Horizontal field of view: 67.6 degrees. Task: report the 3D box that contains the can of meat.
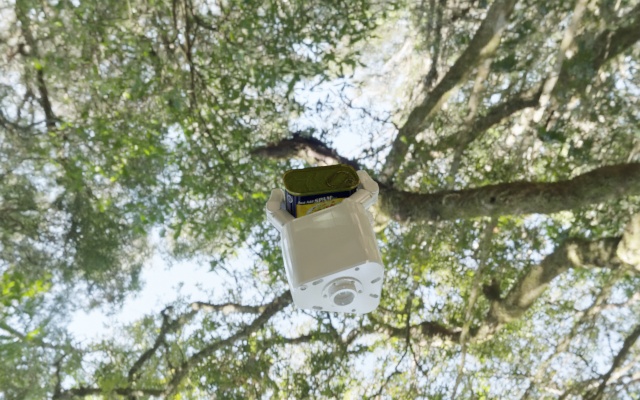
[{"bbox_3d":[0.000,0.002,0.665,0.102,0.084,0.057,-7,38,-10],"label":"can of meat"}]
